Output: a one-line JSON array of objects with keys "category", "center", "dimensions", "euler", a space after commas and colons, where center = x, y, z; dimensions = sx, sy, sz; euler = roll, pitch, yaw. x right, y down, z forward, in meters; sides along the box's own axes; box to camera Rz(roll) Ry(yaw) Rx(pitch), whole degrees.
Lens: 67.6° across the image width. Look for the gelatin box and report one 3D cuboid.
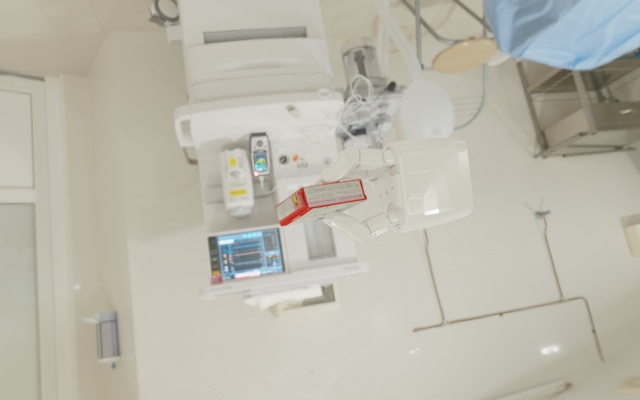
[{"category": "gelatin box", "center": [0.000, 0.002, 0.583], "dimensions": [0.089, 0.030, 0.073], "euler": [-10, -12, -33]}]
